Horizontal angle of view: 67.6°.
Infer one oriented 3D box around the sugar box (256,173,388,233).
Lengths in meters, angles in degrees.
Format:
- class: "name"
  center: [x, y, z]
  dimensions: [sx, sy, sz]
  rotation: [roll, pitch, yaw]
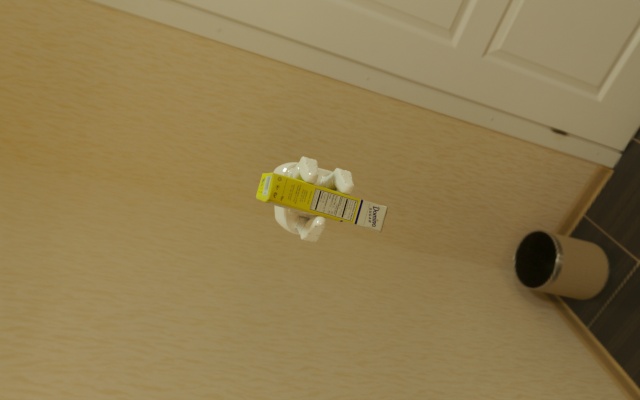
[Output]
- class: "sugar box"
  center: [0.000, 0.002, 0.705]
  dimensions: [0.176, 0.048, 0.093]
  rotation: [14, 0, -17]
